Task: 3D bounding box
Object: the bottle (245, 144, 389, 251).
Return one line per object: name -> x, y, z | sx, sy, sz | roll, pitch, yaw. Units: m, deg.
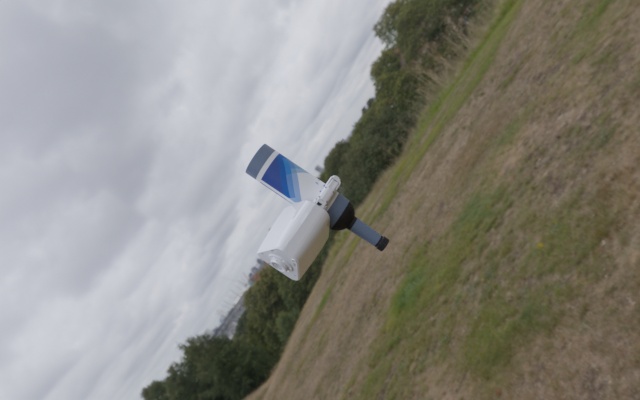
bottle -> 0.000, 0.003, 0.896 | 0.296, 0.069, 0.069 | 34, -1, -1
